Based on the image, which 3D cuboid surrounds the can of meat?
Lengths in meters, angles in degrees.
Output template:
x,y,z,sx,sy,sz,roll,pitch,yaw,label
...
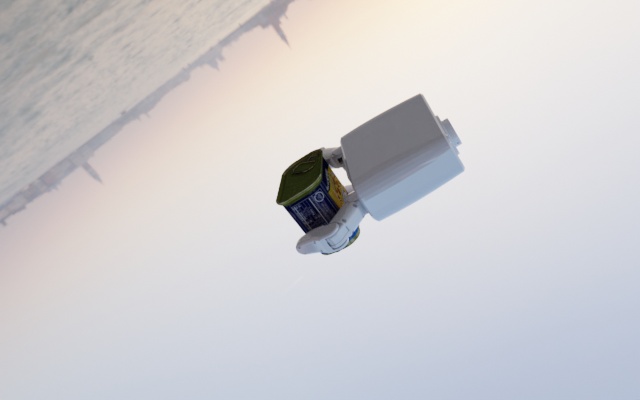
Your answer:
x,y,z,sx,sy,sz,roll,pitch,yaw,label
0.000,0.002,0.539,0.057,0.084,0.102,-31,22,16,can of meat
